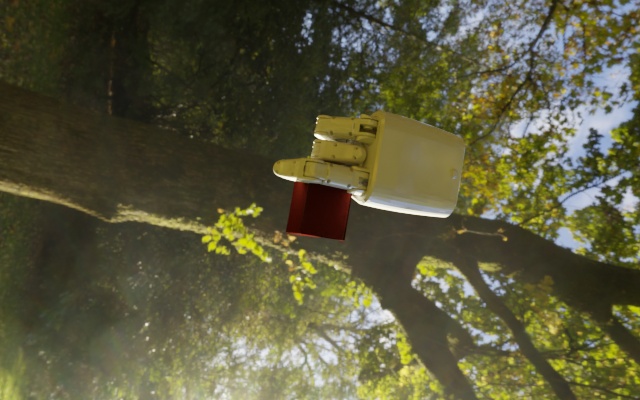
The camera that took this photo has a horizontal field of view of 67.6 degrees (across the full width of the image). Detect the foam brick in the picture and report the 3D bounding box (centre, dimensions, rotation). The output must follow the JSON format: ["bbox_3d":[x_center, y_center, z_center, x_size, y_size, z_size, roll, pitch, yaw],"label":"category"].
[{"bbox_3d":[0.000,0.002,0.513,0.051,0.078,0.053,11,-4,-20],"label":"foam brick"}]
